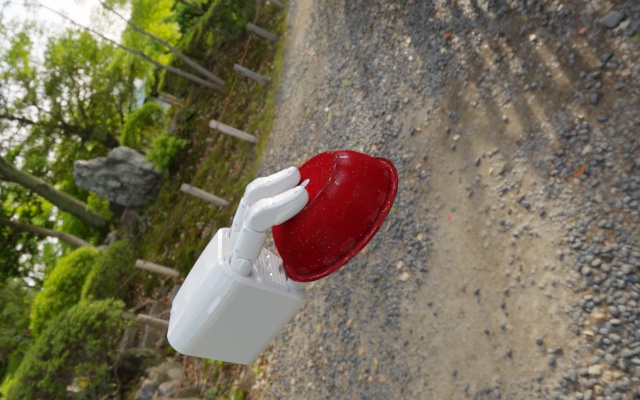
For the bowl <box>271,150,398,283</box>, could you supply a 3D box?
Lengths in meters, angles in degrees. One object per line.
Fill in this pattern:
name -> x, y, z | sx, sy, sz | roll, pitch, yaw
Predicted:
bowl -> 0.001, 0.000, 0.491 | 0.055, 0.162, 0.162 | 42, -20, -24
